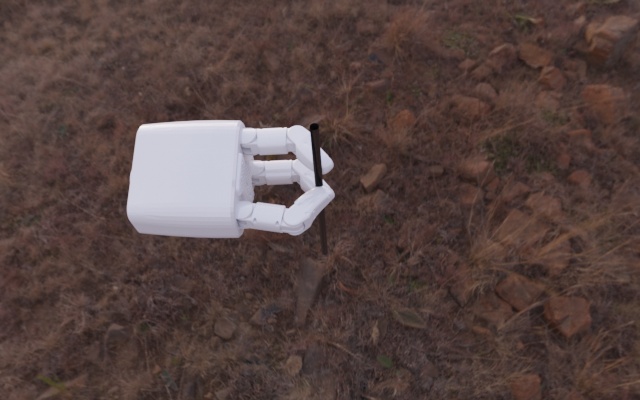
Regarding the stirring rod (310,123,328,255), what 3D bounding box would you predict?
[{"bbox_3d":[0.000,0.002,0.506,0.011,0.011,0.240,0,-32,3],"label":"stirring rod"}]
